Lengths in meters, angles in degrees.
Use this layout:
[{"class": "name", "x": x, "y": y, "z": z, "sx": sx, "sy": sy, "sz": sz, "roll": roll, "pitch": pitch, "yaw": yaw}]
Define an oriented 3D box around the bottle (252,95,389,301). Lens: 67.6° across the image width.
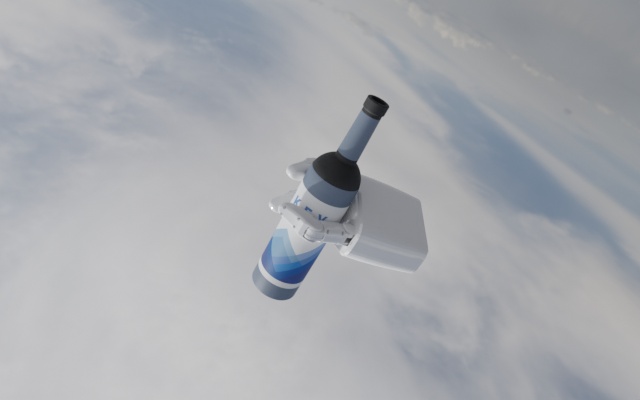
[{"class": "bottle", "x": 0.000, "y": 0.002, "z": 0.599, "sx": 0.069, "sy": 0.296, "sz": 0.069, "roll": 23, "pitch": 29, "yaw": -13}]
